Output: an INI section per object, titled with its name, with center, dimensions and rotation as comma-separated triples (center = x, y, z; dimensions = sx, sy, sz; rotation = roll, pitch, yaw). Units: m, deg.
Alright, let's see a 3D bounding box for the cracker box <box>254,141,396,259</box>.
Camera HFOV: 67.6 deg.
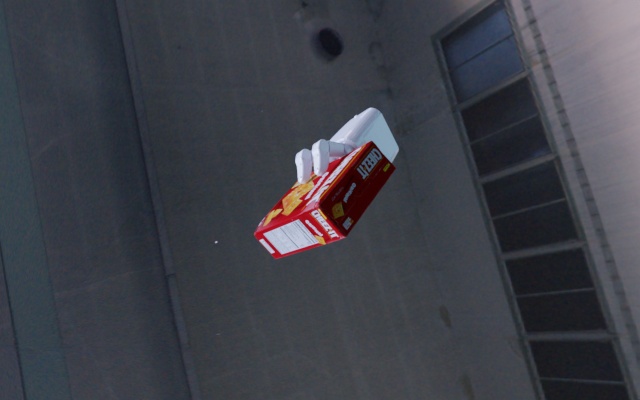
[cracker box]
center = 0.000, 0.003, 0.792
dimensions = 0.214, 0.072, 0.164
rotation = -25, 22, 53
